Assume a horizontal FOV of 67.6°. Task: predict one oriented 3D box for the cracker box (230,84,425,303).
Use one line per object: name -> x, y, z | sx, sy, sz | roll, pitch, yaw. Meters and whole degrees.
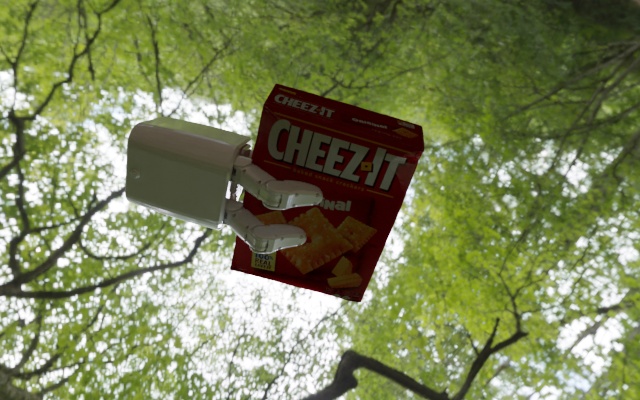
cracker box -> 0.000, 0.002, 0.530 | 0.164, 0.214, 0.072 | 16, 32, -2
